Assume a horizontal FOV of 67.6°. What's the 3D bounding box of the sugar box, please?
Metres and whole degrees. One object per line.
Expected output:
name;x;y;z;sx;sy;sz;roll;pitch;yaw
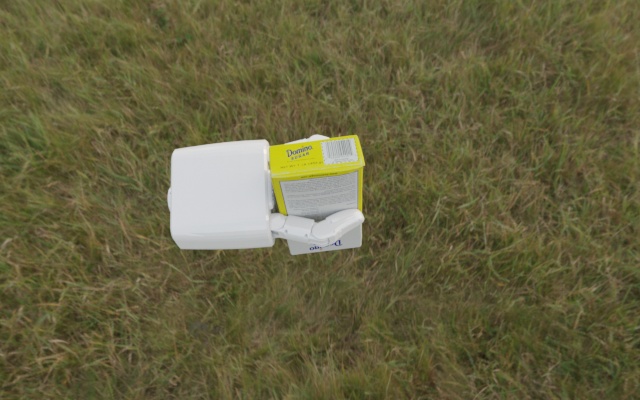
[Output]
sugar box;0.000;0.001;0.541;0.093;0.048;0.176;-7;-30;-1
